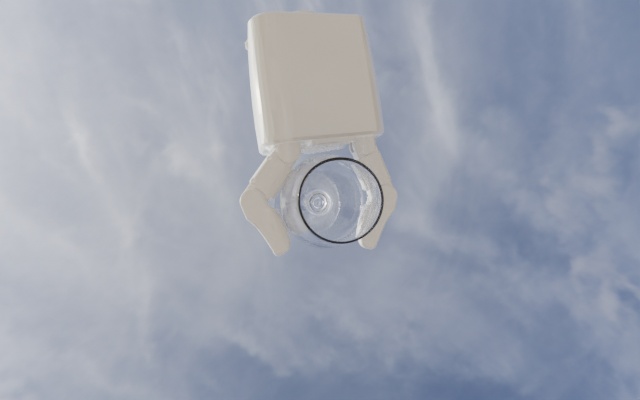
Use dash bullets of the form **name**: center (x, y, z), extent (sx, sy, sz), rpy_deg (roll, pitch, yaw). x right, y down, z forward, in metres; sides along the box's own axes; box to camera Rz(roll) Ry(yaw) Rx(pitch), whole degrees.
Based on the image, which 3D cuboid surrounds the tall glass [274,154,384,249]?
- **tall glass**: center (0.000, 0.002, 0.433), extent (0.079, 0.079, 0.201), rpy_deg (0, -1, -9)
